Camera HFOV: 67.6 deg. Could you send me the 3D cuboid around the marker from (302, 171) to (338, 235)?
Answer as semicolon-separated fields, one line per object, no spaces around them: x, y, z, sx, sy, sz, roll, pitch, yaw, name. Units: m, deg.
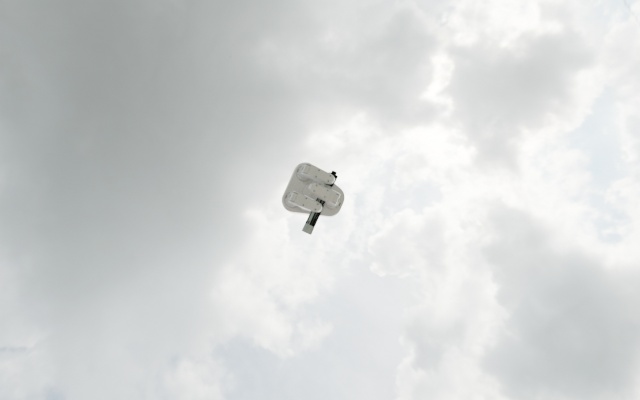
0.000;0.003;0.848;0.020;0.121;0.020;24;-6;3;marker
